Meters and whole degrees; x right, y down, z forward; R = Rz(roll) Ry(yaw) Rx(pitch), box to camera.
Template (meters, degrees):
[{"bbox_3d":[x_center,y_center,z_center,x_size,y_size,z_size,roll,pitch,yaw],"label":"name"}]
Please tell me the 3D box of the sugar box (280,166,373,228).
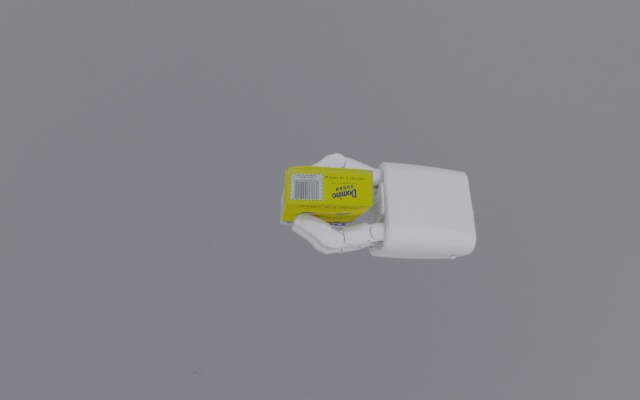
[{"bbox_3d":[0.000,0.002,0.575,0.093,0.048,0.176,3,-13,-5],"label":"sugar box"}]
